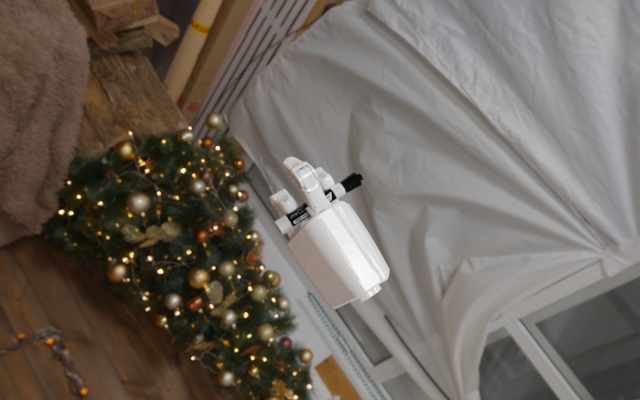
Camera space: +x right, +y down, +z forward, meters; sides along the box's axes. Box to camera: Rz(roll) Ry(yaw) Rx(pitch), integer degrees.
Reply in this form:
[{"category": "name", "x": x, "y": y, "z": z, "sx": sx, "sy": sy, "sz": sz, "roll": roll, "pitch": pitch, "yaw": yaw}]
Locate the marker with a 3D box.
[{"category": "marker", "x": 0.000, "y": 0.002, "z": 0.580, "sx": 0.121, "sy": 0.020, "sz": 0.020, "roll": -32, "pitch": 6, "yaw": -11}]
